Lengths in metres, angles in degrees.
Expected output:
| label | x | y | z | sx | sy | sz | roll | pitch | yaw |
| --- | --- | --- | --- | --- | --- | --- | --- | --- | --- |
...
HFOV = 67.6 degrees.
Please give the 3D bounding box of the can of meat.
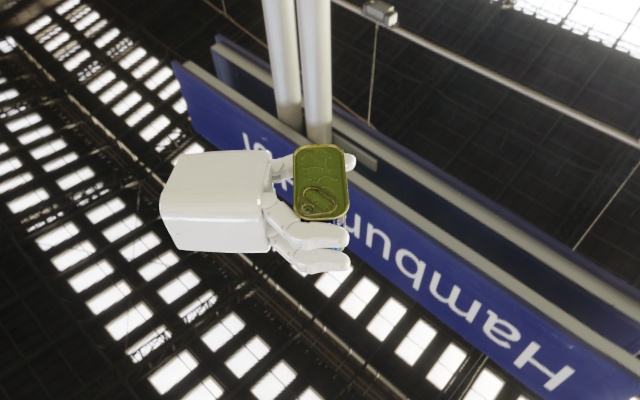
| label | x | y | z | sx | sy | sz | roll | pitch | yaw |
| --- | --- | --- | --- | --- | --- | --- | --- | --- | --- |
| can of meat | 0.000 | 0.002 | 0.537 | 0.057 | 0.102 | 0.084 | -3 | -37 | -1 |
